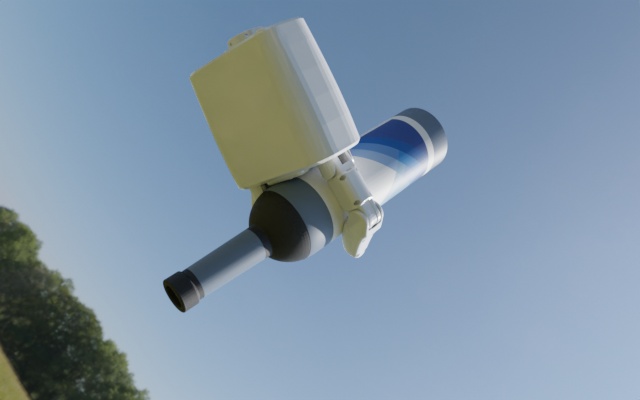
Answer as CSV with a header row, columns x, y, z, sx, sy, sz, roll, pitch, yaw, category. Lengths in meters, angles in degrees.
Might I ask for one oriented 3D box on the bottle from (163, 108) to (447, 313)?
x,y,z,sx,sy,sz,roll,pitch,yaw,category
0.000,0.001,0.416,0.295,0.069,0.069,-33,19,-33,bottle
